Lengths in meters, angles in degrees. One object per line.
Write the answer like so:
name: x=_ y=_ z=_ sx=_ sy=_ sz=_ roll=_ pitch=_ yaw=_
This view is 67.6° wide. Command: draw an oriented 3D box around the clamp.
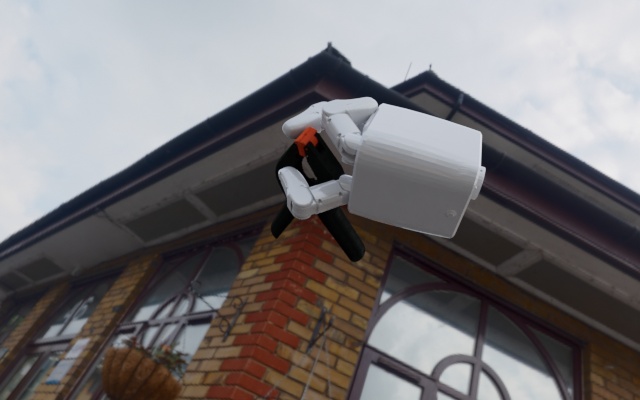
clamp: x=0.000 y=0.001 z=0.525 sx=0.120 sy=0.039 sz=0.172 roll=16 pitch=-41 yaw=10
